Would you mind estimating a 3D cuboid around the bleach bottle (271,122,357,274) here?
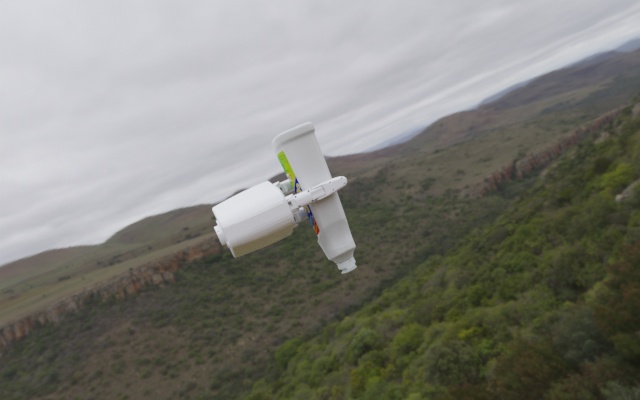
[{"bbox_3d":[0.000,0.003,0.793,0.068,0.251,0.102,-25,3,-14],"label":"bleach bottle"}]
